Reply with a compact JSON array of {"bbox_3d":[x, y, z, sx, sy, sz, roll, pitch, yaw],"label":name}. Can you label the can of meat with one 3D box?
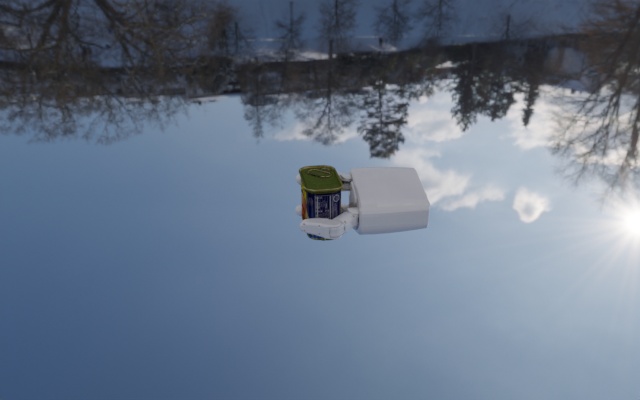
[{"bbox_3d":[0.000,0.003,0.725,0.057,0.084,0.102,-4,24,-8],"label":"can of meat"}]
